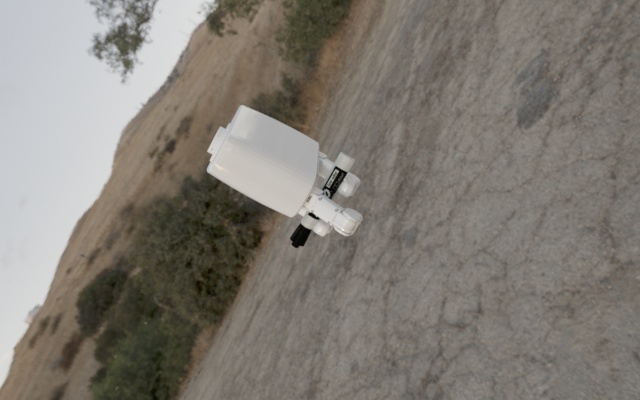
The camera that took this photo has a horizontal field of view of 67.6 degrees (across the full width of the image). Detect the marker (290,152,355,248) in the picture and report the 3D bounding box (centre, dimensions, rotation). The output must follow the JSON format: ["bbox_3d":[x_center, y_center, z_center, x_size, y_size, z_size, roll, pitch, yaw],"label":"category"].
[{"bbox_3d":[0.000,0.002,0.540,0.020,0.121,0.020,29,12,-7],"label":"marker"}]
